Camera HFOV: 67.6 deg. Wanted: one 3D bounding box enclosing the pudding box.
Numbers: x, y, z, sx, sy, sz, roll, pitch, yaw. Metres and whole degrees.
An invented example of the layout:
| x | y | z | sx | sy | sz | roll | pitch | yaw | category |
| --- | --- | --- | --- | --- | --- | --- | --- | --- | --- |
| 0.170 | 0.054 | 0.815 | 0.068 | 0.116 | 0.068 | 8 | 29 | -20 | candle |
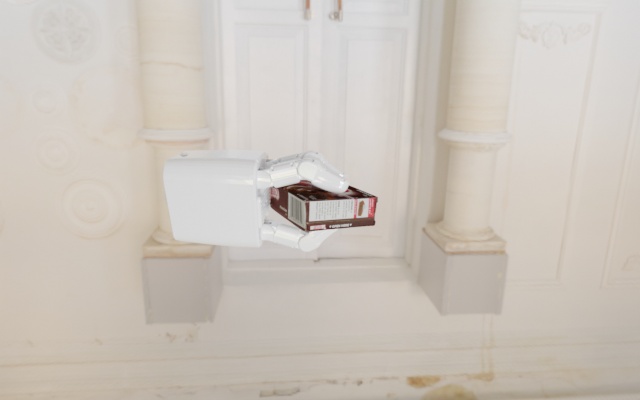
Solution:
| x | y | z | sx | sy | sz | roll | pitch | yaw | category |
| --- | --- | --- | --- | --- | --- | --- | --- | --- | --- |
| 0.000 | 0.002 | 0.560 | 0.090 | 0.039 | 0.113 | -4 | 17 | -25 | pudding box |
